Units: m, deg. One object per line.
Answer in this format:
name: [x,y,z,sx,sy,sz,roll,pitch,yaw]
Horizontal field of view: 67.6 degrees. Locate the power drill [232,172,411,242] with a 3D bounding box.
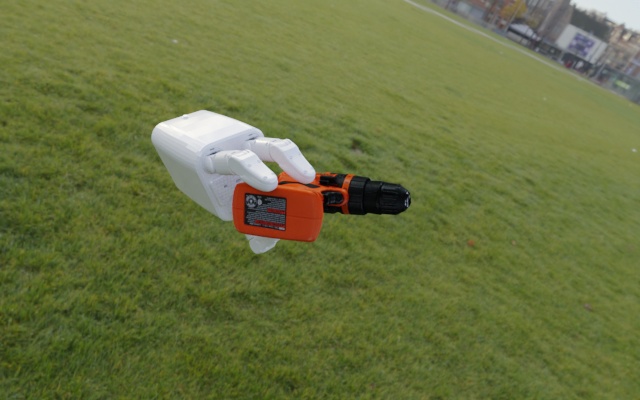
power drill: [0.000,0.002,0.563,0.184,0.057,0.187,5,9,22]
